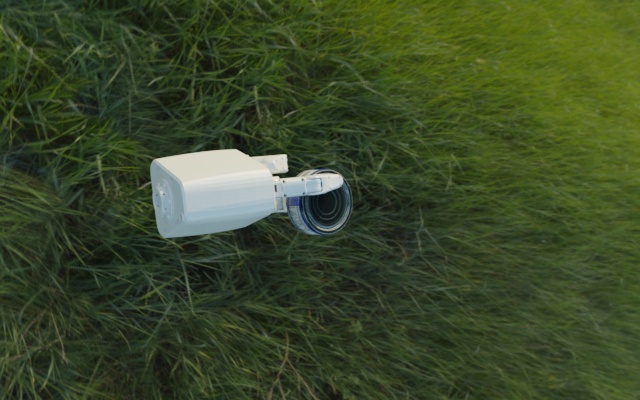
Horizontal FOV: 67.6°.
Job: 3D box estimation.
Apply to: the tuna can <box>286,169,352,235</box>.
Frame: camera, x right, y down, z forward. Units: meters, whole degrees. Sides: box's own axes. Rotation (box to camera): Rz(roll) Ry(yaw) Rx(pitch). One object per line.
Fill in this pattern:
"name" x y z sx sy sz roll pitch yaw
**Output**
"tuna can" 0.001 0.002 0.614 0.086 0.086 0.034 0 -1 -38
